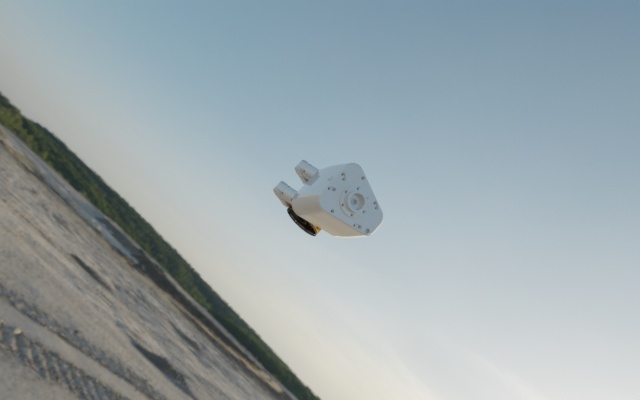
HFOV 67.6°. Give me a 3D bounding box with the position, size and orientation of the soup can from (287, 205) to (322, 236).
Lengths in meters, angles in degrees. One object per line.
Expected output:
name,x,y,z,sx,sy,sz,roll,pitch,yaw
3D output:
soup can,0.000,0.003,0.832,0.102,0.068,0.068,-47,18,-18
